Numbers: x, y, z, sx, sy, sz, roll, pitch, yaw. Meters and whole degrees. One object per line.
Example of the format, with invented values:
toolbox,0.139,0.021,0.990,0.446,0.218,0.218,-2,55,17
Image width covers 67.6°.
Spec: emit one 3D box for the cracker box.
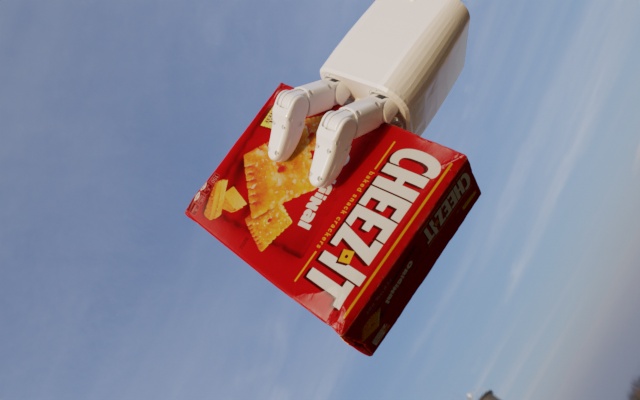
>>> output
cracker box,0.000,0.001,0.422,0.213,0.164,0.072,30,-10,37
